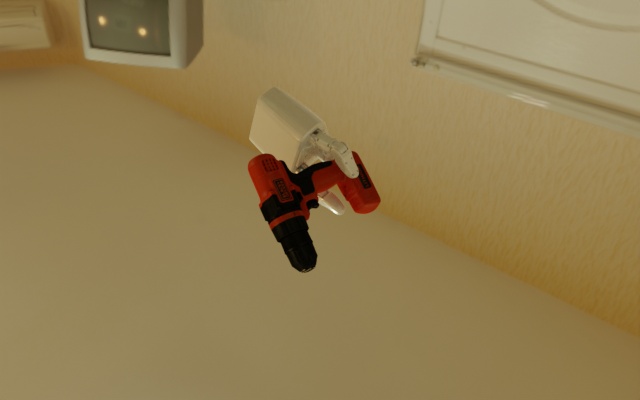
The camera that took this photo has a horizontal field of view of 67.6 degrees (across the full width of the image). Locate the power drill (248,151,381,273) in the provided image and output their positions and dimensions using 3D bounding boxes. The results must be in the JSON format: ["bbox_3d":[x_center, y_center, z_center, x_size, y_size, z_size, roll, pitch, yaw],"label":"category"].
[{"bbox_3d":[0.000,0.002,0.721,0.187,0.184,0.057,-15,-16,-37],"label":"power drill"}]
